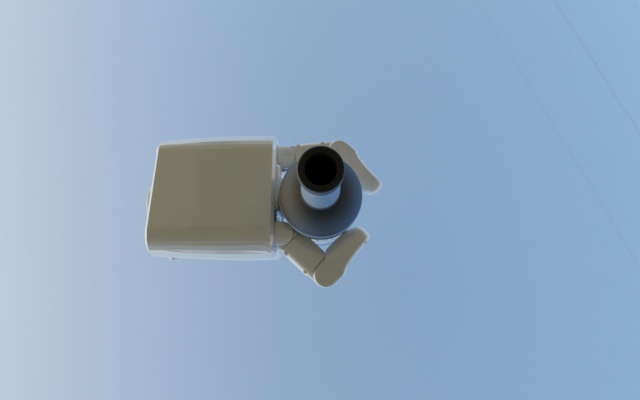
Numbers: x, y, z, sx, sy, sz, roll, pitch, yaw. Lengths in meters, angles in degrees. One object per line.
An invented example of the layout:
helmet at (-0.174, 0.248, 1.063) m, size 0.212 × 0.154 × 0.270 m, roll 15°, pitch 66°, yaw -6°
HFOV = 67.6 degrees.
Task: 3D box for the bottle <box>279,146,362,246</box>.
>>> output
bottle at (0.000, 0.001, 0.415) m, size 0.069 × 0.069 × 0.296 m, roll 0°, pitch -7°, yaw 0°
